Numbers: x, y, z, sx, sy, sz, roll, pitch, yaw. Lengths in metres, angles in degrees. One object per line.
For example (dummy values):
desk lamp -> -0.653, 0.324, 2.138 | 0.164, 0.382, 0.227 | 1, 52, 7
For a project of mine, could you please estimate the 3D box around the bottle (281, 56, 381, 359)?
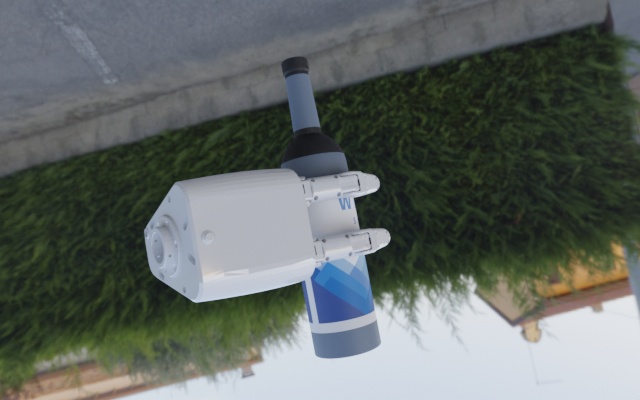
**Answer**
bottle -> 0.000, 0.002, 0.480 | 0.069, 0.295, 0.069 | -11, -4, -1
